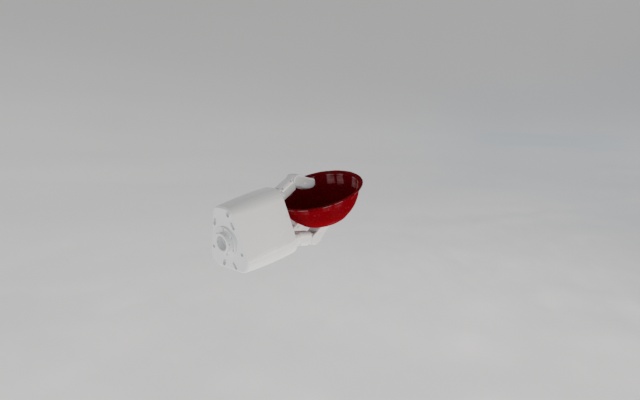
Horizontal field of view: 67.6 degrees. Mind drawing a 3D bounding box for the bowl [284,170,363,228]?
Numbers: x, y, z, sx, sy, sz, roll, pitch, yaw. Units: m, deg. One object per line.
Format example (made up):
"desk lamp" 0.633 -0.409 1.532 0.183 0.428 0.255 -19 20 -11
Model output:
"bowl" 0.001 0.003 0.852 0.162 0.055 0.162 -11 25 5
